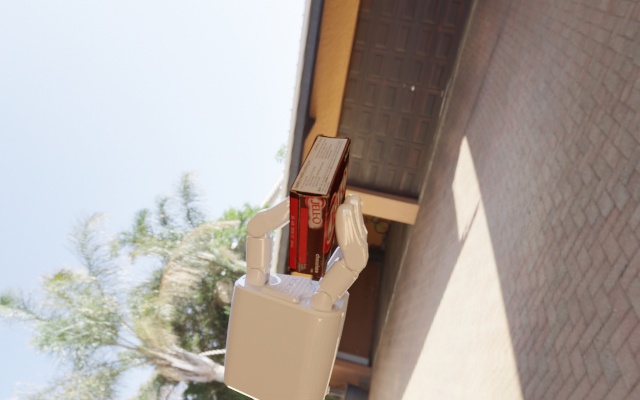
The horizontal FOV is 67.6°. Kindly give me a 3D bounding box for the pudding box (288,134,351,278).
[{"bbox_3d":[0.000,0.001,0.450,0.039,0.090,0.113,9,35,6],"label":"pudding box"}]
